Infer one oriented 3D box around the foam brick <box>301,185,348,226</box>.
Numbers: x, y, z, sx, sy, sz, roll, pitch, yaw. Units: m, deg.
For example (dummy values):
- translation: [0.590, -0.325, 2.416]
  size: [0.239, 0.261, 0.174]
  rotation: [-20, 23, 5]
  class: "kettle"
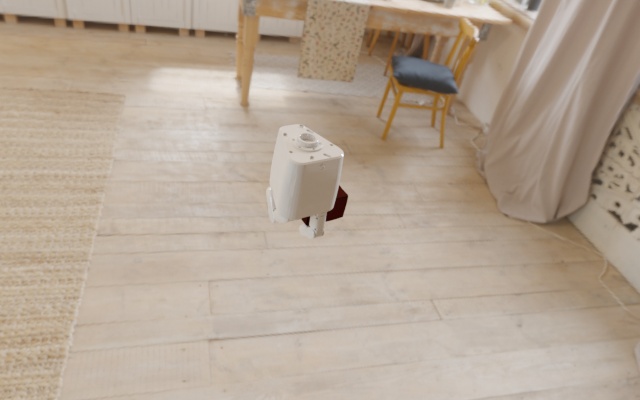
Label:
- translation: [0.000, 0.003, 0.828]
  size: [0.078, 0.051, 0.053]
  rotation: [-14, 45, -30]
  class: "foam brick"
